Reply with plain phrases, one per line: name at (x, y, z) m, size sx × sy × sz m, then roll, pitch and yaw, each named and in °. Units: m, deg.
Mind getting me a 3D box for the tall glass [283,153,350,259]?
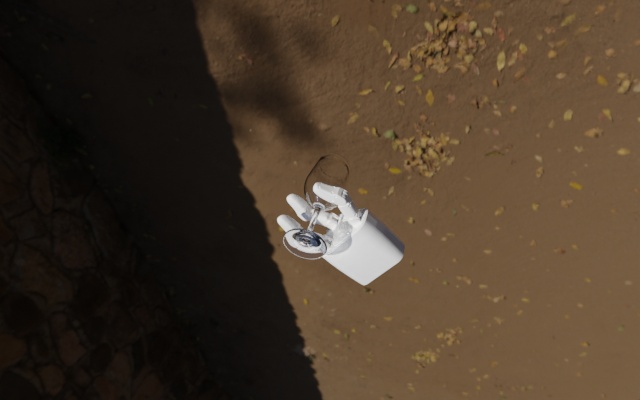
tall glass at (0.000, 0.003, 0.837) m, size 0.079 × 0.079 × 0.201 m, roll 0°, pitch 44°, yaw 21°
